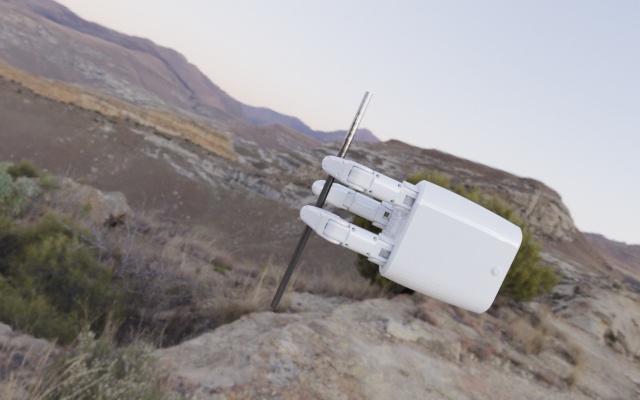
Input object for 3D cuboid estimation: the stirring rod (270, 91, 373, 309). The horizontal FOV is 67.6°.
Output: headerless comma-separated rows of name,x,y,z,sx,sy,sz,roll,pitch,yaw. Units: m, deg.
stirring rod,0.000,0.002,0.488,0.011,0.239,0.011,24,5,-2
